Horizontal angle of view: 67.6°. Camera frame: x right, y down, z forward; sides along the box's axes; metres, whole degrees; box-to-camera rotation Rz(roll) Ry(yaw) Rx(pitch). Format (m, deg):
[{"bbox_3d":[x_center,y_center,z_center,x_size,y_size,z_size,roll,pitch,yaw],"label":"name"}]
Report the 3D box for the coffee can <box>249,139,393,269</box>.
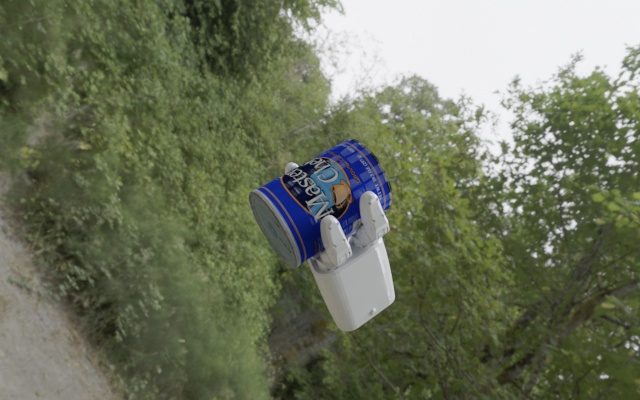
[{"bbox_3d":[0.000,0.002,0.574,0.140,0.103,0.103,-30,11,-19],"label":"coffee can"}]
